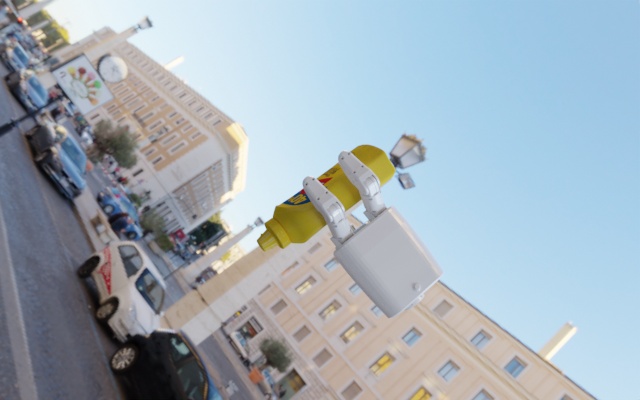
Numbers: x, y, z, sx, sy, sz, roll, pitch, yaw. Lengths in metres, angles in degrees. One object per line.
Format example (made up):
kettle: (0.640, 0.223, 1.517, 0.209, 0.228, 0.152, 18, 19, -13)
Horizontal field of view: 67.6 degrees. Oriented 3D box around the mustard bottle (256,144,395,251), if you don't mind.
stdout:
mustard bottle: (0.000, 0.002, 0.614, 0.191, 0.058, 0.096, -37, 17, -15)
